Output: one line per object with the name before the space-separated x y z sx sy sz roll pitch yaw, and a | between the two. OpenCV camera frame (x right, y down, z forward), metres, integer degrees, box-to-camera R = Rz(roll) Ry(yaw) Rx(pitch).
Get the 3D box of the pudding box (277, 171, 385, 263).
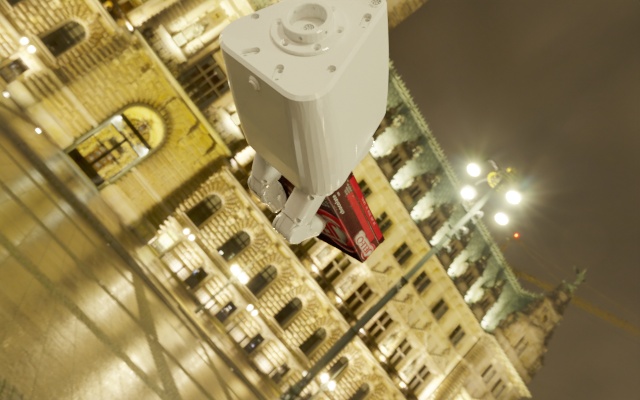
pudding box | 0.000 0.001 0.458 0.039 0.090 0.113 -41 37 -18
